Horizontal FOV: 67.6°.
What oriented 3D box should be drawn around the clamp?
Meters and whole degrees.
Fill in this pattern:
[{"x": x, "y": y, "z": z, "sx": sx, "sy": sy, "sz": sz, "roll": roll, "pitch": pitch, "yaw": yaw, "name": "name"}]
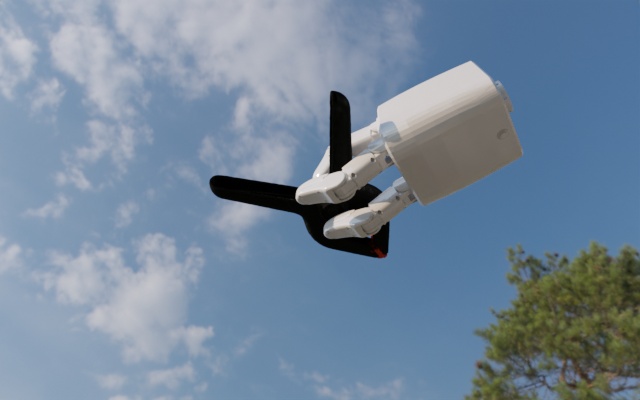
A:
[{"x": 0.001, "y": 0.001, "z": 0.505, "sx": 0.164, "sy": 0.036, "sz": 0.210, "roll": -26, "pitch": -51, "yaw": 18, "name": "clamp"}]
